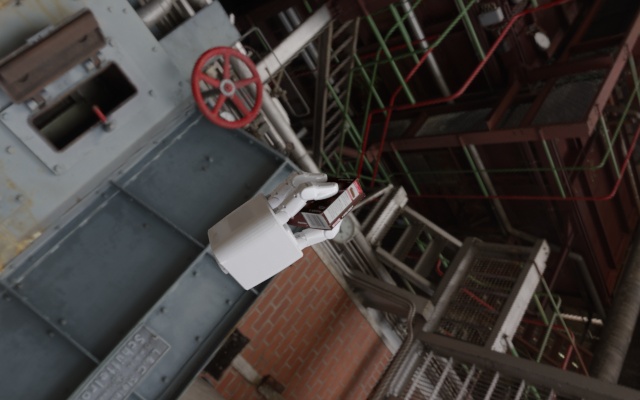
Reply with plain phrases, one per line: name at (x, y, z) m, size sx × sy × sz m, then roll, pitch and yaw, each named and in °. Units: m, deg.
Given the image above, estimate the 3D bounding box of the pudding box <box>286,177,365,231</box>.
pudding box at (0.000, 0.003, 0.749) m, size 0.113 × 0.039 × 0.090 m, roll 7°, pitch 44°, yaw 48°
